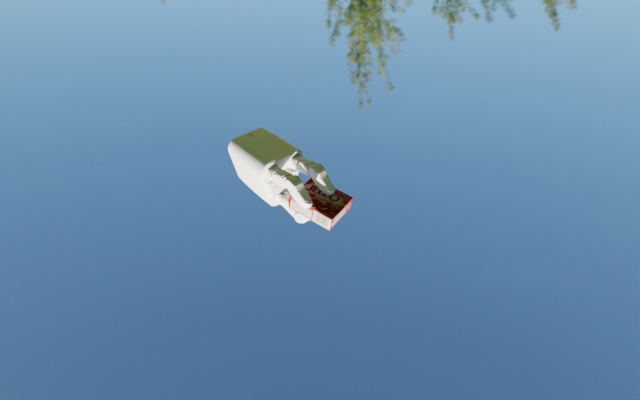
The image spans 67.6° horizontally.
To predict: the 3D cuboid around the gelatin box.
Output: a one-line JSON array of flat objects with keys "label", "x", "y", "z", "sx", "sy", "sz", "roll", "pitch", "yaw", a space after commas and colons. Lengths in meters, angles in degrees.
[{"label": "gelatin box", "x": 0.000, "y": 0.003, "z": 0.830, "sx": 0.089, "sy": 0.030, "sz": 0.073, "roll": 29, "pitch": 45, "yaw": 18}]
